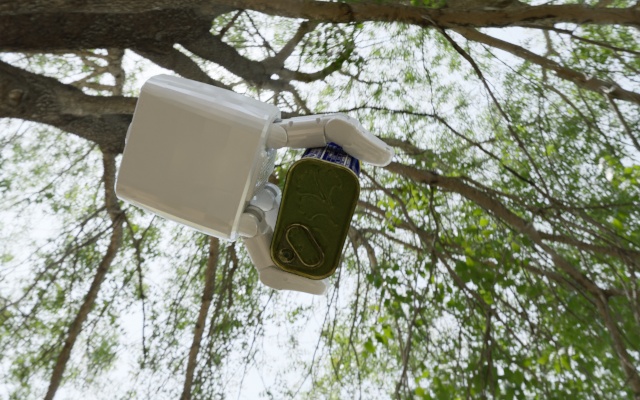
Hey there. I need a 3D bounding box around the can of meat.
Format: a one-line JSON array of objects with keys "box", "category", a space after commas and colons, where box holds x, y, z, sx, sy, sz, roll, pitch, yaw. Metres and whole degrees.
[{"box": [0.000, 0.001, 0.407, 0.057, 0.102, 0.084, 16, 24, 2], "category": "can of meat"}]
